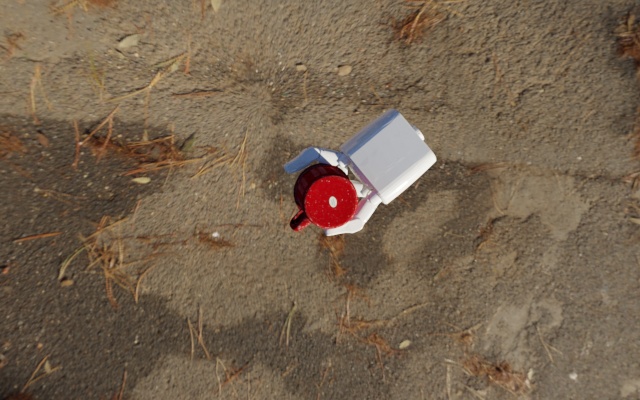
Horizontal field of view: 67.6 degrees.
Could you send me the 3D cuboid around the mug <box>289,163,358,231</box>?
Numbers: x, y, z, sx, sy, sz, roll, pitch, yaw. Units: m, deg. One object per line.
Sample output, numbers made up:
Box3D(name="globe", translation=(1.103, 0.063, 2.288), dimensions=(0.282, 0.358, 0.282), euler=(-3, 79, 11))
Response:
Box3D(name="mug", translation=(-0.001, 0.003, 0.709), dimensions=(0.117, 0.093, 0.081), euler=(-40, 13, 1))
